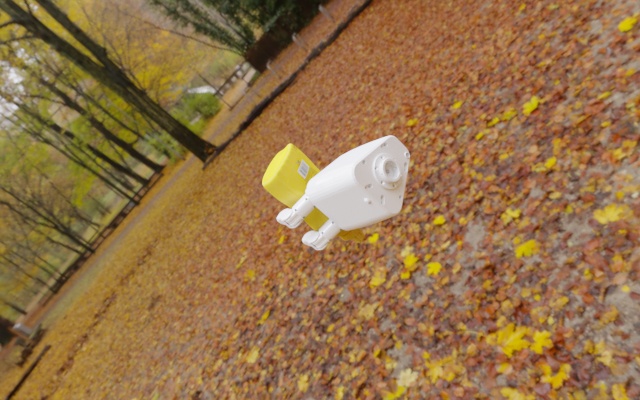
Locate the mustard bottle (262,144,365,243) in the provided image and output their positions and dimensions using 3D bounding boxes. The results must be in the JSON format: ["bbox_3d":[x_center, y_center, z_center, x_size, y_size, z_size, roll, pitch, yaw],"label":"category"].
[{"bbox_3d":[0.000,0.002,0.754,0.058,0.192,0.096,-36,22,33],"label":"mustard bottle"}]
